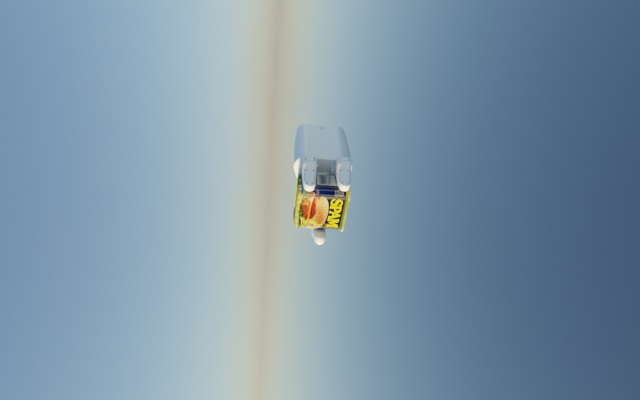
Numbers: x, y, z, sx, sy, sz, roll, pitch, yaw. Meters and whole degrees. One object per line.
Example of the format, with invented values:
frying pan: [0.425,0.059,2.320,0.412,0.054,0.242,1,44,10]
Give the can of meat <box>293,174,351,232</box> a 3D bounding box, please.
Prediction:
can of meat: [0.000,0.003,0.787,0.084,0.057,0.102,3,-44,-6]
